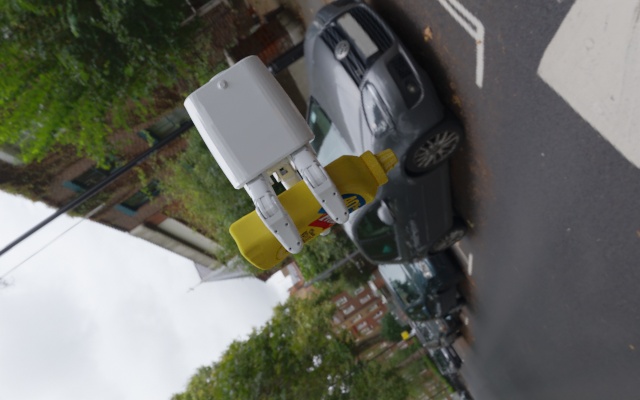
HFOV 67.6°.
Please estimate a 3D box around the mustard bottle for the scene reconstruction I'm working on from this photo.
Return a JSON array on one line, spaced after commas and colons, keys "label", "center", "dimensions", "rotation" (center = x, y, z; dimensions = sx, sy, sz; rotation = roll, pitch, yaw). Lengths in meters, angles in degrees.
[{"label": "mustard bottle", "center": [0.000, 0.002, 0.524], "dimensions": [0.191, 0.058, 0.096], "rotation": [-33, -21, 1]}]
